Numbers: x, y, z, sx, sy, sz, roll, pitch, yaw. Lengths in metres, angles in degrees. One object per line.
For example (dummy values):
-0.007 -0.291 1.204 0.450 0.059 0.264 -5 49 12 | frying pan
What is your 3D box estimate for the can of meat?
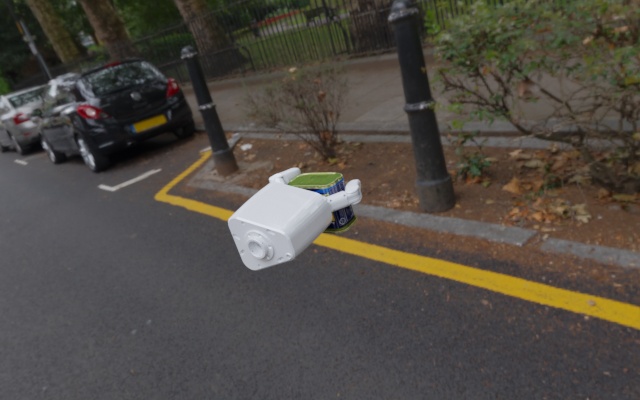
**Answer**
0.000 0.002 0.777 0.102 0.084 0.057 1 28 37 | can of meat
